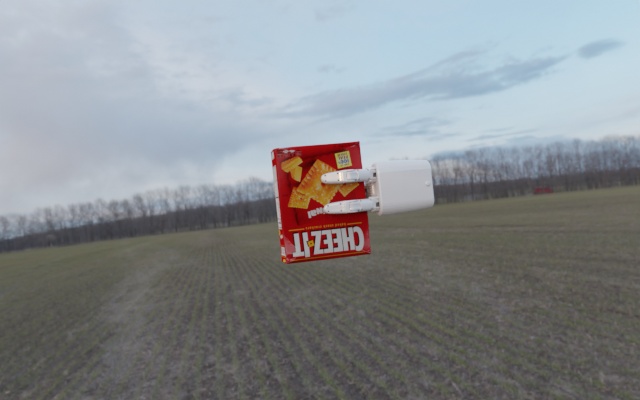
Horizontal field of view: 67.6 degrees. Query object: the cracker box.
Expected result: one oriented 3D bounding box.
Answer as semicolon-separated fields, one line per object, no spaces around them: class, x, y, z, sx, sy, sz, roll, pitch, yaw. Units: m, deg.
cracker box;0.000;0.003;0.896;0.164;0.213;0.072;-6;-1;-10
